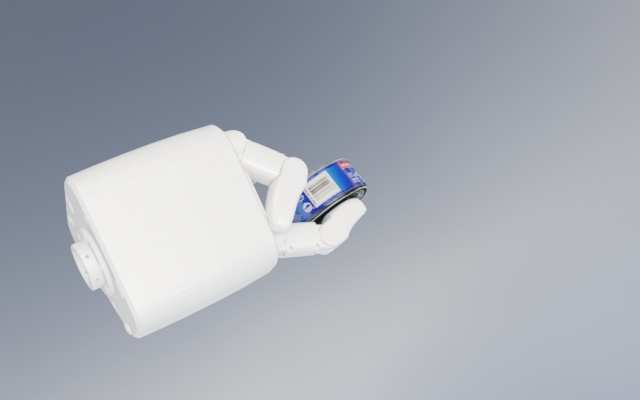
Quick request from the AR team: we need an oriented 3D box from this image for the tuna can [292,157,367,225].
[{"bbox_3d":[0.000,0.002,0.429,0.086,0.033,0.086,-36,-12,-9],"label":"tuna can"}]
